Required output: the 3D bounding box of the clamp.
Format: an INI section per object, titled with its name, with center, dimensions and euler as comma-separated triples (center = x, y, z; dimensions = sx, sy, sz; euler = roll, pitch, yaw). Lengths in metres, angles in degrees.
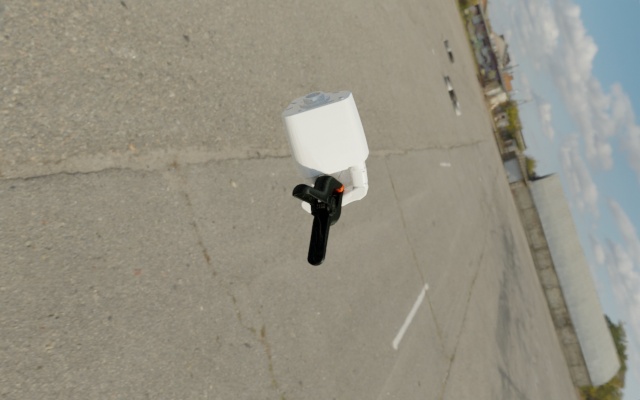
[clamp]
center = 0.001, 0.002, 0.713
dimensions = 0.039, 0.120, 0.171
euler = -1, 30, 14
